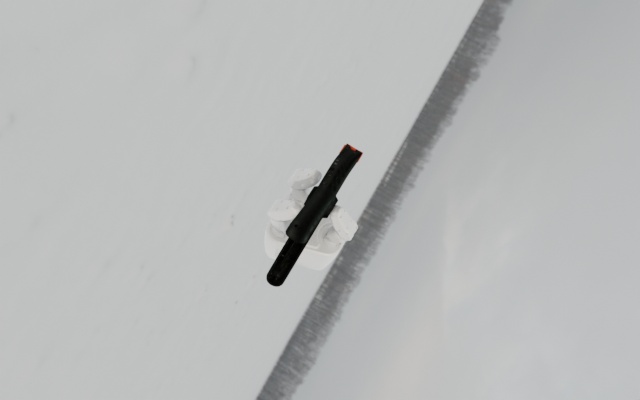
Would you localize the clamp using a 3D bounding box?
[{"bbox_3d":[0.001,0.002,0.598,0.036,0.210,0.165,32,-24,1],"label":"clamp"}]
